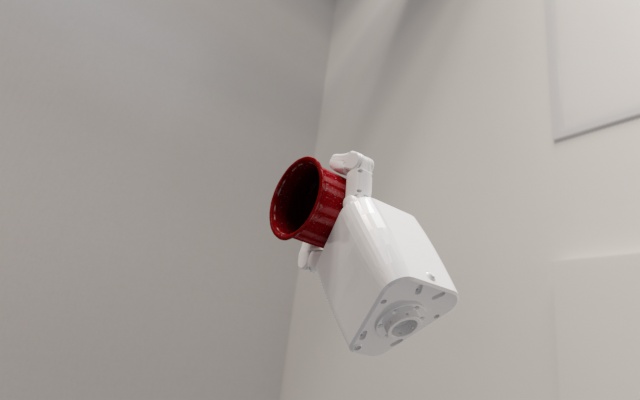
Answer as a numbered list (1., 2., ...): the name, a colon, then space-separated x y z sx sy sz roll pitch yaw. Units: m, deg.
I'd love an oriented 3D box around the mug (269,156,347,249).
1. mug: 0.000 0.001 0.534 0.081 0.093 0.117 22 30 -34
